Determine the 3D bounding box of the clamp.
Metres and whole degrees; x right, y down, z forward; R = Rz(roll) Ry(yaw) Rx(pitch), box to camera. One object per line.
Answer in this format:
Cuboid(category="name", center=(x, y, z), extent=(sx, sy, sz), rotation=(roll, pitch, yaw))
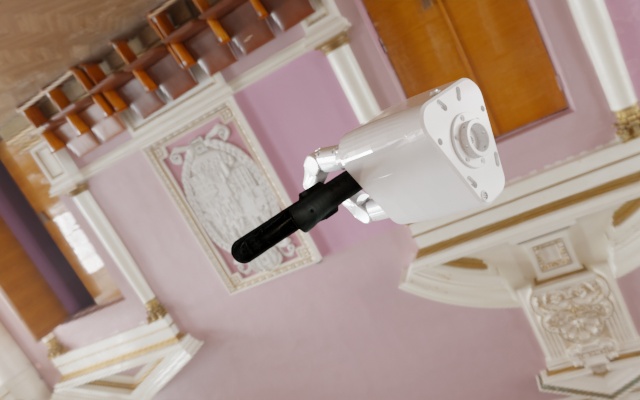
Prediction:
Cuboid(category="clamp", center=(0.000, 0.002, 0.465), extent=(0.171, 0.039, 0.120), rotation=(-36, 10, -34))
